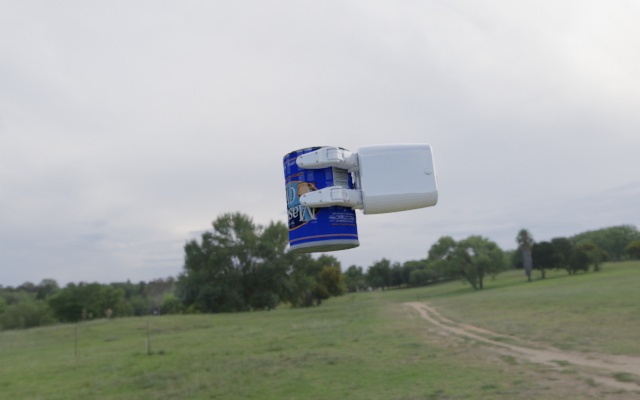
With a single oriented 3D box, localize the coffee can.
[{"bbox_3d":[0.000,0.002,0.703,0.103,0.140,0.103,-5,-11,-1],"label":"coffee can"}]
